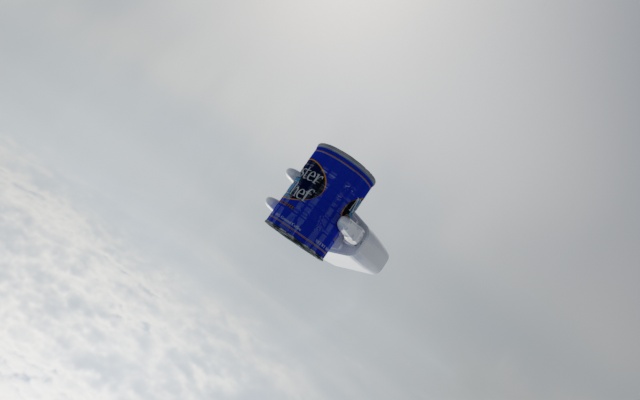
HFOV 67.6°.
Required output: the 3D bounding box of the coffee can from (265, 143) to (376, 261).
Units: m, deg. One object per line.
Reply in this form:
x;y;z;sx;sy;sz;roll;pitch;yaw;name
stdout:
0.000;0.002;0.697;0.103;0.140;0.103;34;-8;5;coffee can
